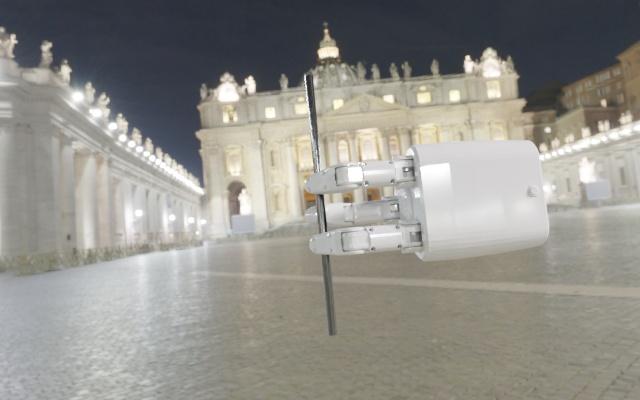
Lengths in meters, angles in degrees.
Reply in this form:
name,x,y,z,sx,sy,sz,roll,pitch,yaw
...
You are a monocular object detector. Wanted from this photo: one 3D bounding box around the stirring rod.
name,x,y,z,sx,sy,sz,roll,pitch,yaw
stirring rod,0.000,0.002,0.440,0.011,0.239,0.011,-5,-5,0
